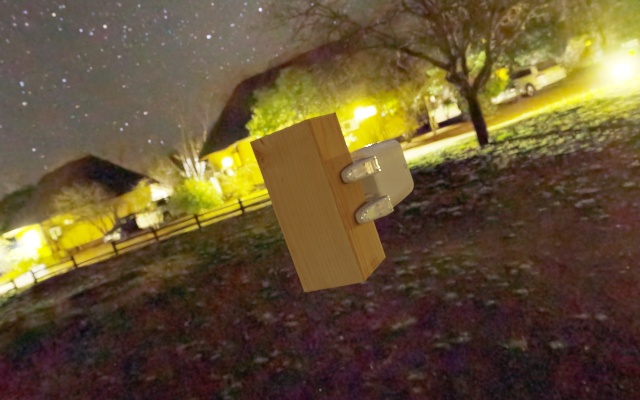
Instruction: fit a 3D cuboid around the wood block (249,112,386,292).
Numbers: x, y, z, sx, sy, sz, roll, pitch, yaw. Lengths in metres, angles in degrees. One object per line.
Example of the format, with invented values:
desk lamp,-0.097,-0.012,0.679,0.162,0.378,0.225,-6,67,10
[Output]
wood block,0.000,0.002,0.621,0.091,0.206,0.090,-16,8,29
